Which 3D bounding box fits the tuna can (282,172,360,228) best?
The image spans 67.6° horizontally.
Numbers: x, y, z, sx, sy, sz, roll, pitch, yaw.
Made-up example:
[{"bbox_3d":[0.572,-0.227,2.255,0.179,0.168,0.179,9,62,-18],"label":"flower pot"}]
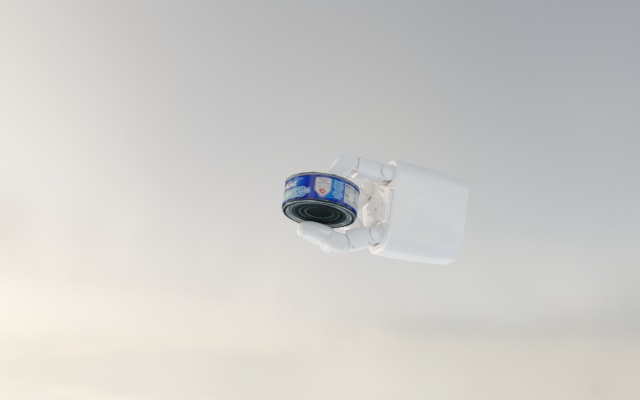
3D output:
[{"bbox_3d":[0.000,0.002,0.532,0.086,0.033,0.086,7,-22,3],"label":"tuna can"}]
